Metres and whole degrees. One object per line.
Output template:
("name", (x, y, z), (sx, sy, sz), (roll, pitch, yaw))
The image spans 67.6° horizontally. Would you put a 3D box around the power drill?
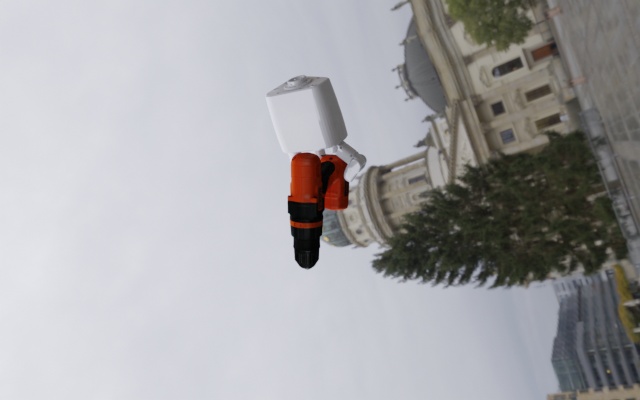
("power drill", (0.000, 0.002, 0.800), (0.057, 0.184, 0.187), (6, 15, 16))
